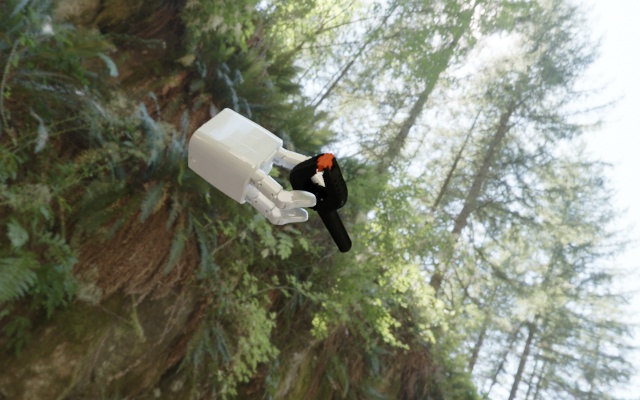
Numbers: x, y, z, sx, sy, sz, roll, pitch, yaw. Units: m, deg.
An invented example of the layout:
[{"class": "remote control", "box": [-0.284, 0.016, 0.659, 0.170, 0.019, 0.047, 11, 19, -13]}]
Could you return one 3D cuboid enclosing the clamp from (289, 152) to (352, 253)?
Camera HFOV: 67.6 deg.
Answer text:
[{"class": "clamp", "box": [0.000, 0.001, 0.741, 0.164, 0.036, 0.210, 32, -31, 2]}]
